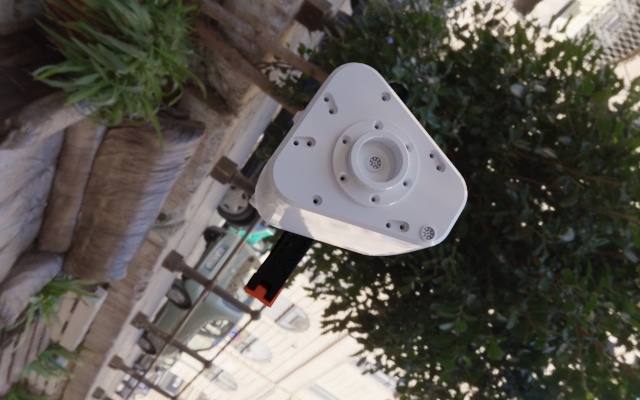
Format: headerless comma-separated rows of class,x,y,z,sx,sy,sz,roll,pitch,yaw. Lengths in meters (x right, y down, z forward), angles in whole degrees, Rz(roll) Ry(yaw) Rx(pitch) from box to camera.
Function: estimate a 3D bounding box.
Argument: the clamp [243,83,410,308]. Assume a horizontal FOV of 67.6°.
clamp,0.000,0.002,0.445,0.036,0.210,0.164,34,-11,-2
